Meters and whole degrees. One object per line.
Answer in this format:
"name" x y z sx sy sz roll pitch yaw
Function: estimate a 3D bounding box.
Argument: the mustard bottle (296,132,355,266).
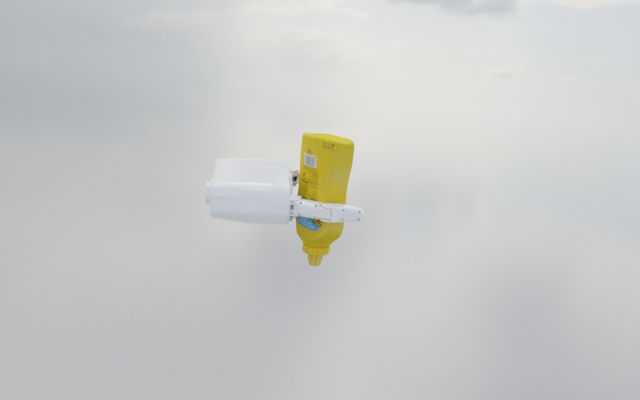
"mustard bottle" 0.000 0.002 0.688 0.058 0.192 0.096 -2 15 -33
